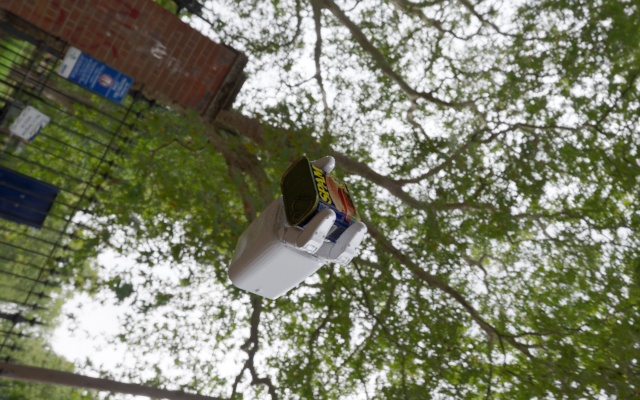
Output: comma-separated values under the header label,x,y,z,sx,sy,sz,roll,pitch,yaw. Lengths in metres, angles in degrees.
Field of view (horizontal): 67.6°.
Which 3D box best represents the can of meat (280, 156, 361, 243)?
label,x,y,z,sx,sy,sz,roll,pitch,yaw
can of meat,0.000,0.002,0.638,0.084,0.102,0.057,28,-59,-35
